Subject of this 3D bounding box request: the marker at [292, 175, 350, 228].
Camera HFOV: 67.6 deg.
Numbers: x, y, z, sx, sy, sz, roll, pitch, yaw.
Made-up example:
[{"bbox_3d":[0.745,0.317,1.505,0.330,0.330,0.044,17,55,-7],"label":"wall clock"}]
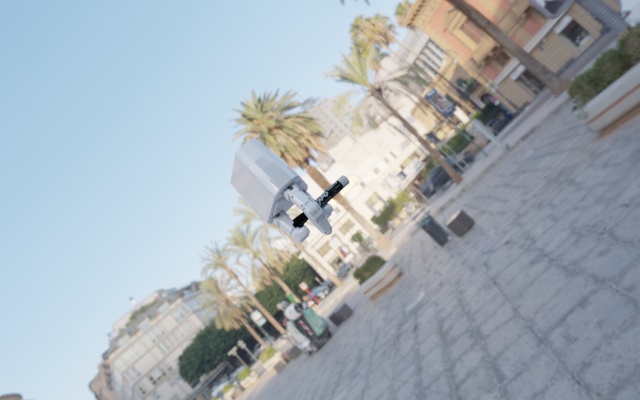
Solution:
[{"bbox_3d":[0.000,0.003,0.778,0.121,0.020,0.020,-42,16,-18],"label":"marker"}]
